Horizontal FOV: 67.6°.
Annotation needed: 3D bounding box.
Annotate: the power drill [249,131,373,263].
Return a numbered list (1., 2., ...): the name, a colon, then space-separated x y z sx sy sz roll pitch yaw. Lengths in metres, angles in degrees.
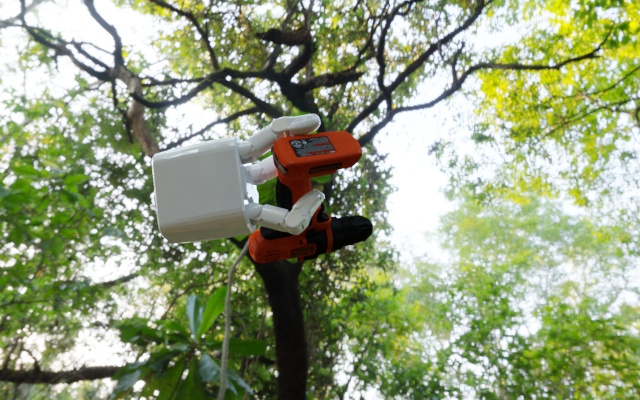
1. power drill: 0.000 0.002 0.629 0.184 0.188 0.057 -10 43 -22
